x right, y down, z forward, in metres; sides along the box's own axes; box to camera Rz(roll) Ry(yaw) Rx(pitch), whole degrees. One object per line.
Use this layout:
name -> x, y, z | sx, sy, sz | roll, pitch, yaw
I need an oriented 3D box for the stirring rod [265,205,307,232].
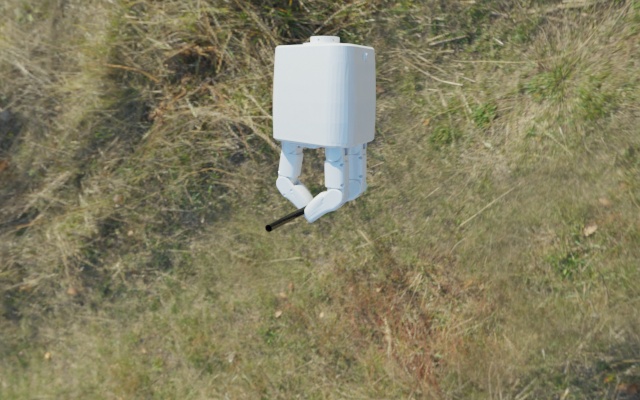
stirring rod -> 0.000, 0.002, 0.590 | 0.011, 0.011, 0.239 | 0, 13, 27
